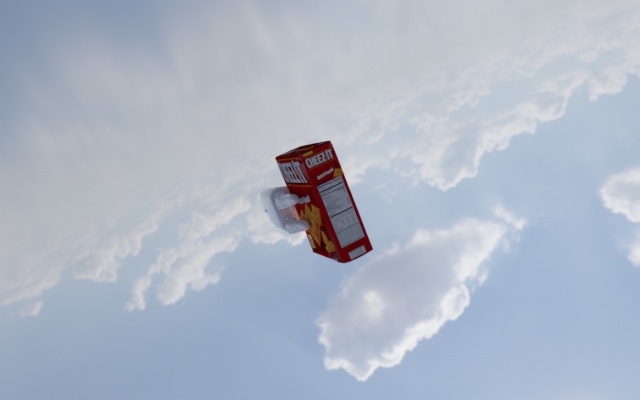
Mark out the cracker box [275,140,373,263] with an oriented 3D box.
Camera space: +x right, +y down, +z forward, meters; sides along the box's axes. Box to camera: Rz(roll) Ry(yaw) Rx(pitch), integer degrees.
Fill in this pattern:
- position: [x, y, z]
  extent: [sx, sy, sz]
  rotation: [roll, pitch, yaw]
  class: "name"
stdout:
- position: [0.000, 0.003, 0.899]
  extent: [0.072, 0.214, 0.164]
  rotation: [-26, 11, -18]
  class: "cracker box"
